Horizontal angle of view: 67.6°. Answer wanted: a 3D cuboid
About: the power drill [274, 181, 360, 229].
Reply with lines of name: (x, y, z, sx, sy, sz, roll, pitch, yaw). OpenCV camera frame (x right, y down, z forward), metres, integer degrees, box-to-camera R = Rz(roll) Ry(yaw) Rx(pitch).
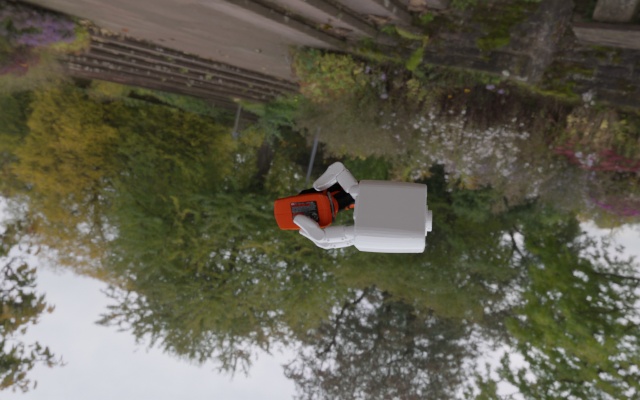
power drill: (0.000, 0.003, 0.852, 0.184, 0.057, 0.187, -8, 8, 31)
